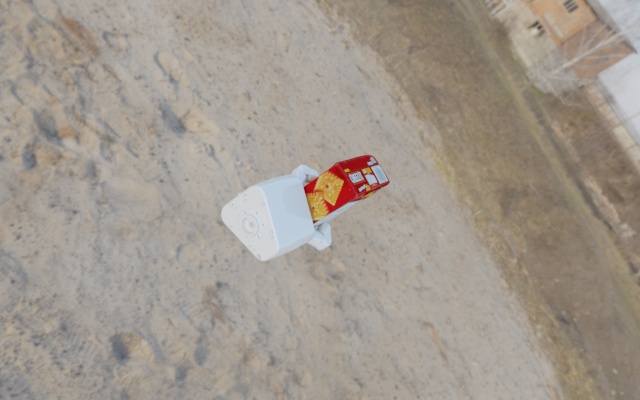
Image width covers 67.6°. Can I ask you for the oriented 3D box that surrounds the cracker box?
[{"bbox_3d":[0.000,0.003,0.865,0.214,0.072,0.164,-33,-6,28],"label":"cracker box"}]
